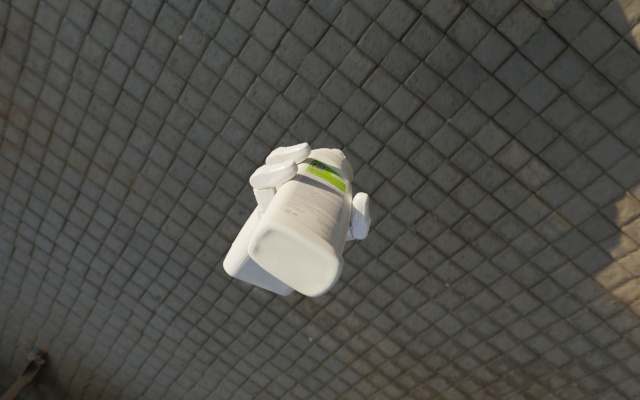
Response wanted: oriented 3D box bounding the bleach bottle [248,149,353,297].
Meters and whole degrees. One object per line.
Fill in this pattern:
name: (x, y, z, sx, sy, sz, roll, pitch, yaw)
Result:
bleach bottle: (0.000, 0.002, 0.590, 0.102, 0.068, 0.250, 34, 32, -4)
